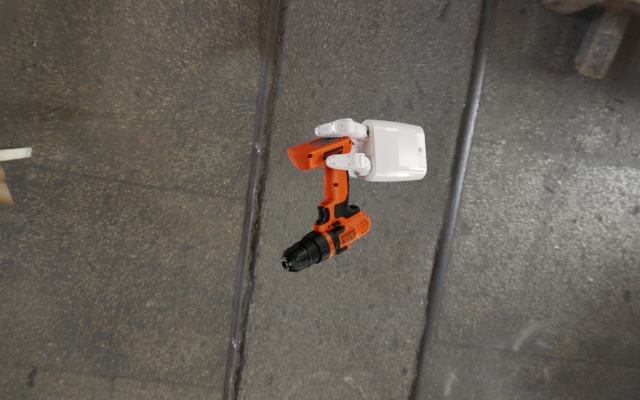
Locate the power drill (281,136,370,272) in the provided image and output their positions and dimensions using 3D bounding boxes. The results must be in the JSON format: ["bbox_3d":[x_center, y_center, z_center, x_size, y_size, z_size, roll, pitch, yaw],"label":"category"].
[{"bbox_3d":[0.000,0.002,0.747,0.057,0.188,0.184,14,30,42],"label":"power drill"}]
